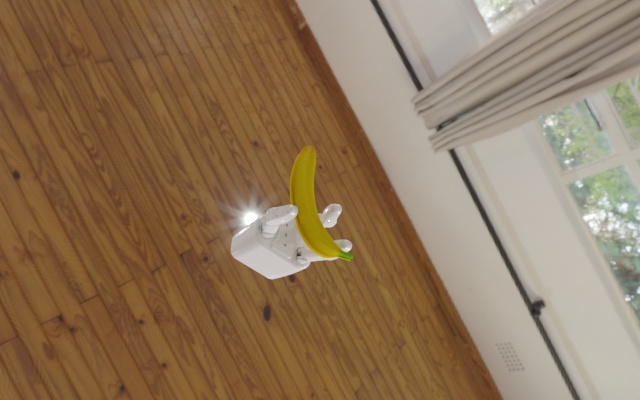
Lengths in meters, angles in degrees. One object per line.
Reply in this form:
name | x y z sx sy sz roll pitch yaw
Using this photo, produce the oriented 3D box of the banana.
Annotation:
banana | -0.014 0.008 0.741 0.069 0.197 0.037 -10 -14 -36
